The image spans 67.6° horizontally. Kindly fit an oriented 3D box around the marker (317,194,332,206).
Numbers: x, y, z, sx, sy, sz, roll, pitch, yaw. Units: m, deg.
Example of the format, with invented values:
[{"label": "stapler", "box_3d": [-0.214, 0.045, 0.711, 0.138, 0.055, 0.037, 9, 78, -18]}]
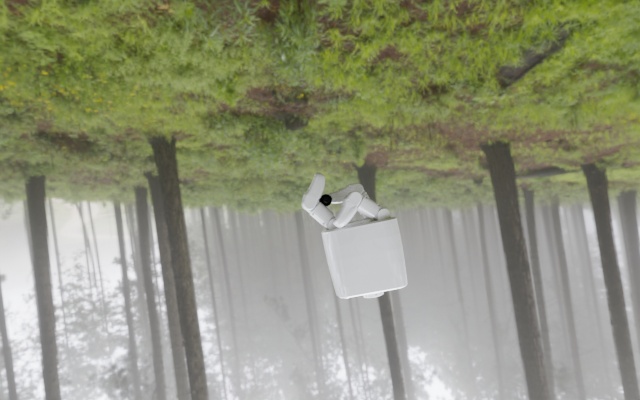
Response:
[{"label": "marker", "box_3d": [0.000, 0.002, 0.780, 0.020, 0.020, 0.121, 0, -3, -9]}]
